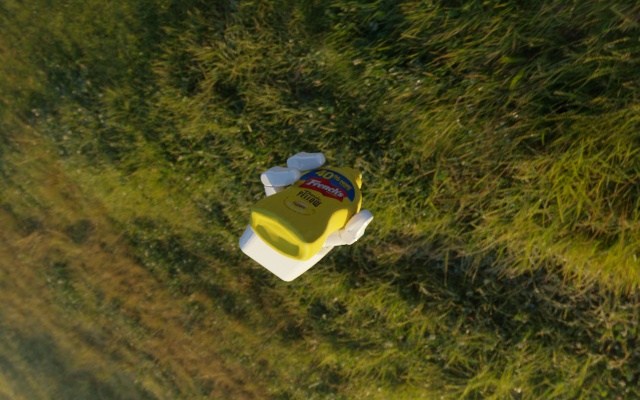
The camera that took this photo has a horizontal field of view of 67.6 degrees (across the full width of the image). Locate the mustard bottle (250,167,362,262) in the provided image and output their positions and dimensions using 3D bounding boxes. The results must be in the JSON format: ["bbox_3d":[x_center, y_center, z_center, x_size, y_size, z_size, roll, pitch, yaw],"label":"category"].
[{"bbox_3d":[0.000,0.002,0.647,0.096,0.058,0.191,30,41,21],"label":"mustard bottle"}]
